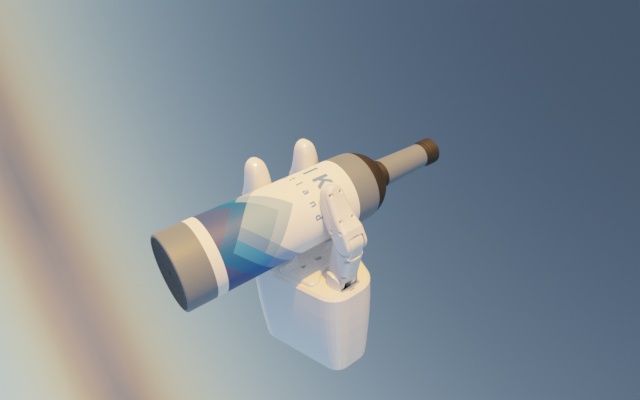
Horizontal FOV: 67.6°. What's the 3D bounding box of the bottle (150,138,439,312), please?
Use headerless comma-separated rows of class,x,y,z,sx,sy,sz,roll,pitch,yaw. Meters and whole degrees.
bottle,0.000,0.001,0.437,0.295,0.069,0.069,-25,13,-29
